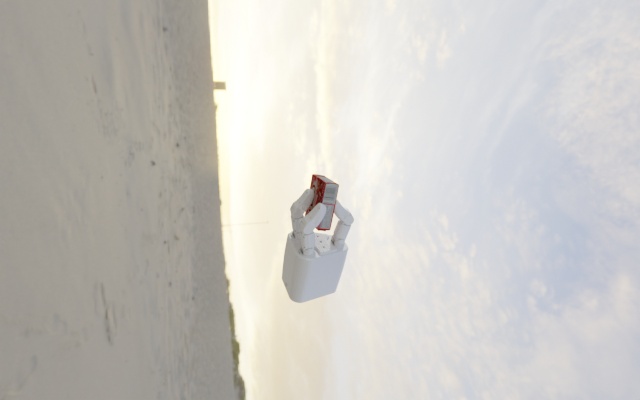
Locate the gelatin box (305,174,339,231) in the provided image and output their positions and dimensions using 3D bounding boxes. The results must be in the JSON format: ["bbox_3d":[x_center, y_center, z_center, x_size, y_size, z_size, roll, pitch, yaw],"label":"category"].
[{"bbox_3d":[0.001,0.003,0.870,0.030,0.089,0.073,6,14,-22],"label":"gelatin box"}]
